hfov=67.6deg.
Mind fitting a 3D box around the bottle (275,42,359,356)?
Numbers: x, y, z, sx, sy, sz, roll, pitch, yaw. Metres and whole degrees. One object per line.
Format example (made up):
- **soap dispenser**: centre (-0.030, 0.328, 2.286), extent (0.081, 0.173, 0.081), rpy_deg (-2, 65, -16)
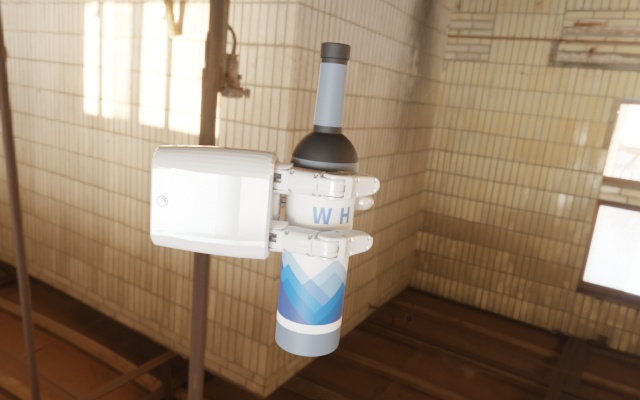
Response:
- **bottle**: centre (0.000, 0.002, 0.464), extent (0.069, 0.296, 0.069), rpy_deg (5, 12, -1)
